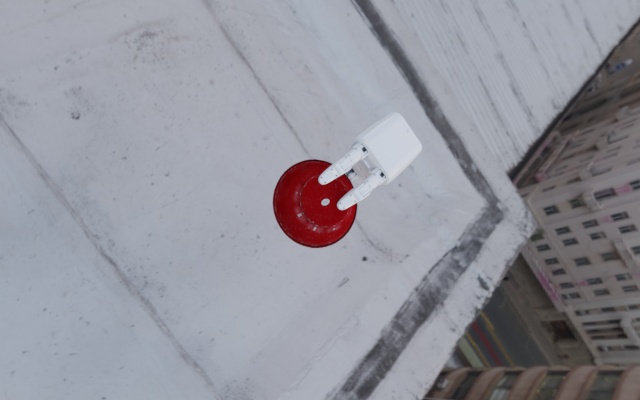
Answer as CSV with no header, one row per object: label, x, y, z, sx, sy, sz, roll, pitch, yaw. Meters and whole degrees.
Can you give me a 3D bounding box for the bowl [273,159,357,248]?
bowl,0.000,0.004,0.839,0.162,0.162,0.055,0,-5,-19
